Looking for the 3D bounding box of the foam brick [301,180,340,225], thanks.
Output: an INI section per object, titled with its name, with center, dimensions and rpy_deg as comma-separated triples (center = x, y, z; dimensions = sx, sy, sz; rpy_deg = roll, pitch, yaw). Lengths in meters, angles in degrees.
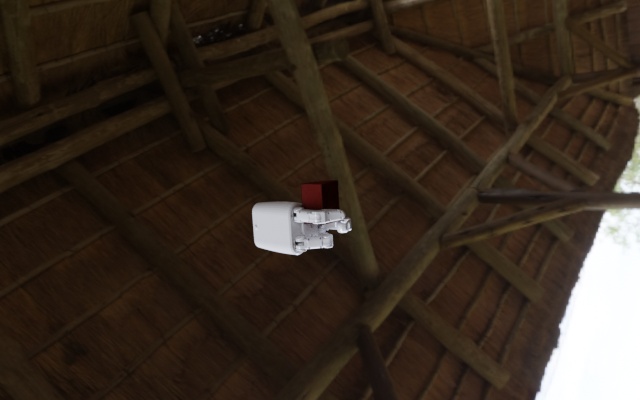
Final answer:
[foam brick]
center = 0.000, 0.003, 0.893
dimensions = 0.051, 0.078, 0.053
rpy_deg = 3, 10, 39
